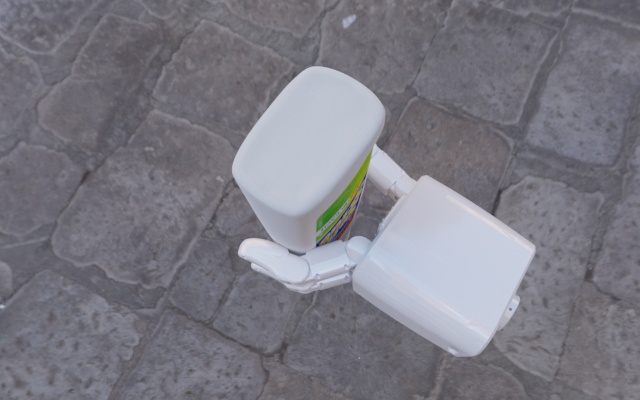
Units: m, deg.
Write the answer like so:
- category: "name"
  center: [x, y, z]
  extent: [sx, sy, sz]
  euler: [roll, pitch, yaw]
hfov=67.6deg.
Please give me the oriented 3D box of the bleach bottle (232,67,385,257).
- category: "bleach bottle"
  center: [0.000, 0.001, 0.404]
  extent: [0.068, 0.102, 0.251]
  euler: [34, -12, 14]
